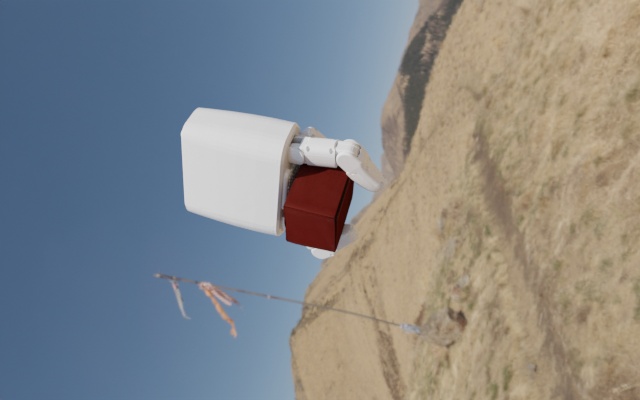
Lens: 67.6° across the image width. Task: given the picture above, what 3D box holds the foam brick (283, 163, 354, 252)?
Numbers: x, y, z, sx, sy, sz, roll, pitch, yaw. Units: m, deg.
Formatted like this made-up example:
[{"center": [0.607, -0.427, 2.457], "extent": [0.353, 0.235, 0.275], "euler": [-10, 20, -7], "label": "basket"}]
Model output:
[{"center": [0.000, 0.002, 0.463], "extent": [0.051, 0.078, 0.053], "euler": [12, -42, 9], "label": "foam brick"}]
